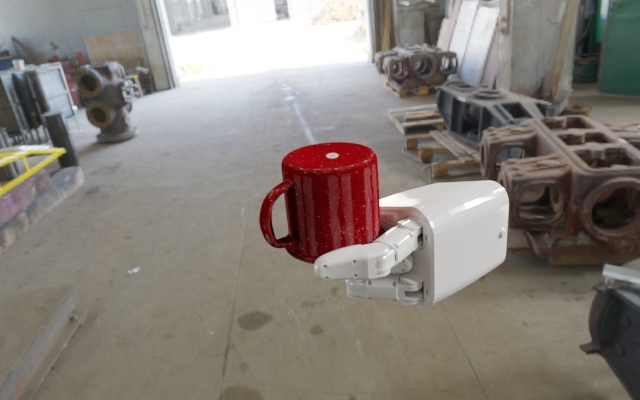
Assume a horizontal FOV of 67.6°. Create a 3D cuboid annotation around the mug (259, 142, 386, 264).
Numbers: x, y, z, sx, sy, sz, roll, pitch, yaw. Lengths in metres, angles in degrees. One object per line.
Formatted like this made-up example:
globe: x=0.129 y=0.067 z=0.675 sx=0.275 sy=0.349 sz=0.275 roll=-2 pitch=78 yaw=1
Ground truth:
mug: x=-0.001 y=0.002 z=0.409 sx=0.117 sy=0.081 sz=0.093 roll=-18 pitch=26 yaw=-28
